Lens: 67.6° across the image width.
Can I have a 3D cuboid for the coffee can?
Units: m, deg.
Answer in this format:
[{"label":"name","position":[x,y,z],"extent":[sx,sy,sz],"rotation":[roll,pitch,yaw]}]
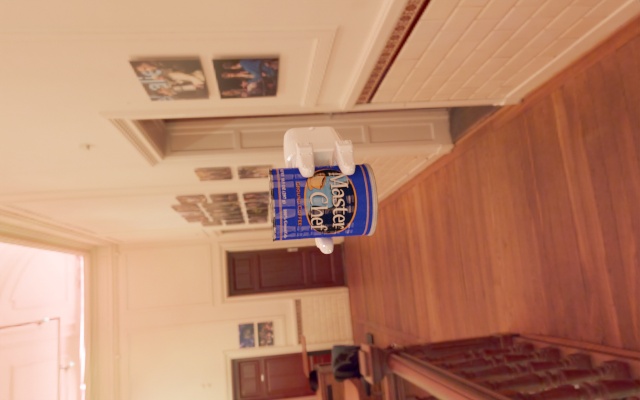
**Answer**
[{"label":"coffee can","position":[0.000,0.002,0.669],"extent":[0.140,0.103,0.103],"rotation":[-3,0,-7]}]
